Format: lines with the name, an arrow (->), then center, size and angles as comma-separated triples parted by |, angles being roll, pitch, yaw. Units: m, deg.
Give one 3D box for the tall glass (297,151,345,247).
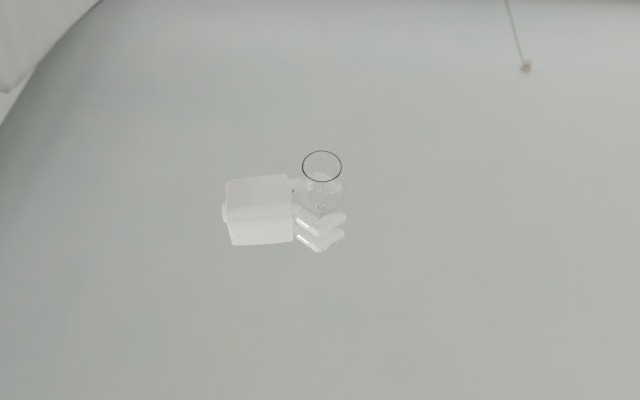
tall glass -> 0.000, 0.003, 0.812 | 0.079, 0.079, 0.201 | 0, -34, -2
